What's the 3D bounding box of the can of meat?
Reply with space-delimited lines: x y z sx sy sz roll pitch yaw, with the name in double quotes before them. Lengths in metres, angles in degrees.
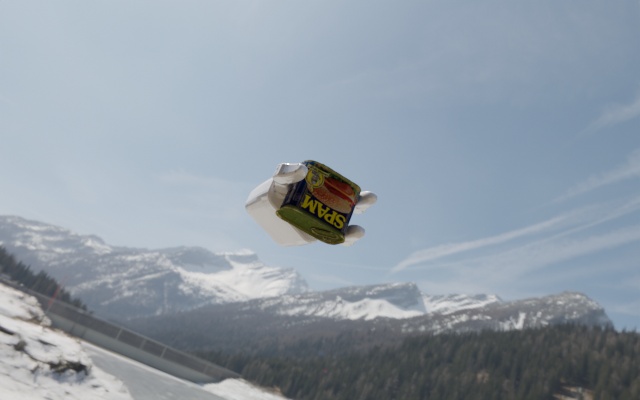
"can of meat" 0.000 0.002 0.676 0.102 0.084 0.057 31 -24 -19
